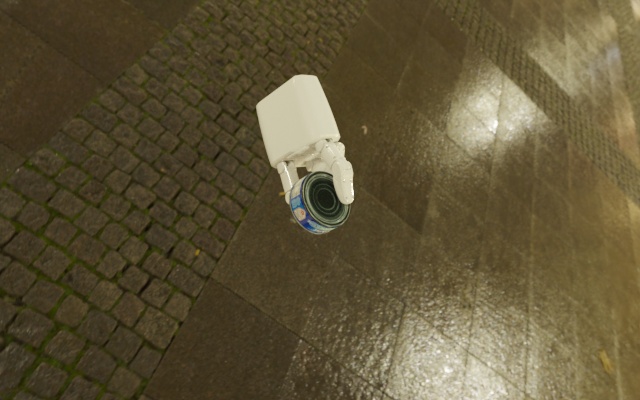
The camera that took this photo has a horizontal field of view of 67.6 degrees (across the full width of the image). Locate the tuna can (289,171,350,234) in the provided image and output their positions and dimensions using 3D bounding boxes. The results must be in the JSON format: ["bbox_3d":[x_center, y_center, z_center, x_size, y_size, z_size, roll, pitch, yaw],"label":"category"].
[{"bbox_3d":[0.000,0.002,0.673,0.086,0.086,0.034,0,-19,-38],"label":"tuna can"}]
